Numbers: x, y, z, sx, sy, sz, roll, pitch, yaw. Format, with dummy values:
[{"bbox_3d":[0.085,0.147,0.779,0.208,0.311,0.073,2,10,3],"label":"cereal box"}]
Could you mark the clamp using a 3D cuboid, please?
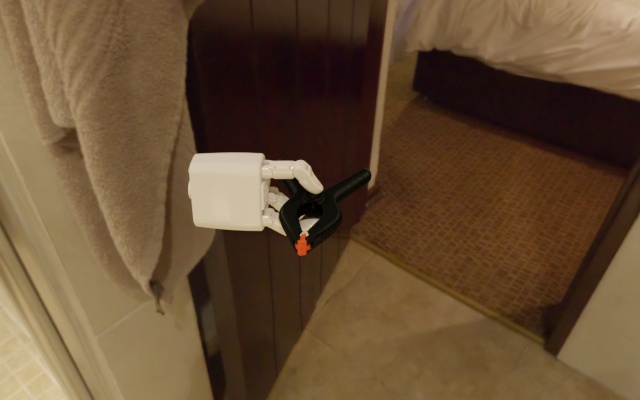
[{"bbox_3d":[0.000,0.002,0.740,0.164,0.036,0.209,1,39,2],"label":"clamp"}]
